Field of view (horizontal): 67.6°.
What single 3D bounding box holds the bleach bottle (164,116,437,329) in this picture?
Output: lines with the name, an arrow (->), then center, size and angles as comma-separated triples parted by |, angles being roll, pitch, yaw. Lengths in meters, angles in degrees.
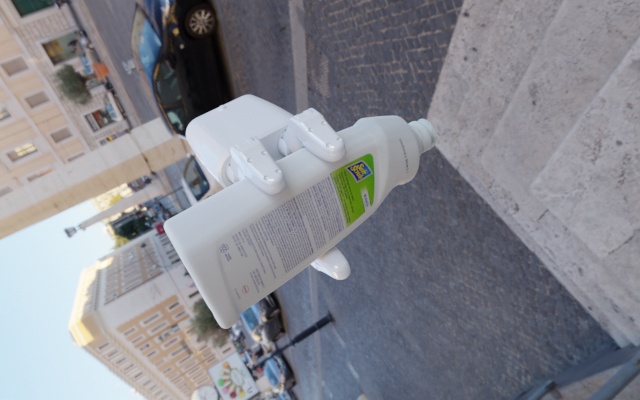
bleach bottle -> 0.000, 0.001, 0.420 | 0.251, 0.103, 0.068 | -30, 38, -18
